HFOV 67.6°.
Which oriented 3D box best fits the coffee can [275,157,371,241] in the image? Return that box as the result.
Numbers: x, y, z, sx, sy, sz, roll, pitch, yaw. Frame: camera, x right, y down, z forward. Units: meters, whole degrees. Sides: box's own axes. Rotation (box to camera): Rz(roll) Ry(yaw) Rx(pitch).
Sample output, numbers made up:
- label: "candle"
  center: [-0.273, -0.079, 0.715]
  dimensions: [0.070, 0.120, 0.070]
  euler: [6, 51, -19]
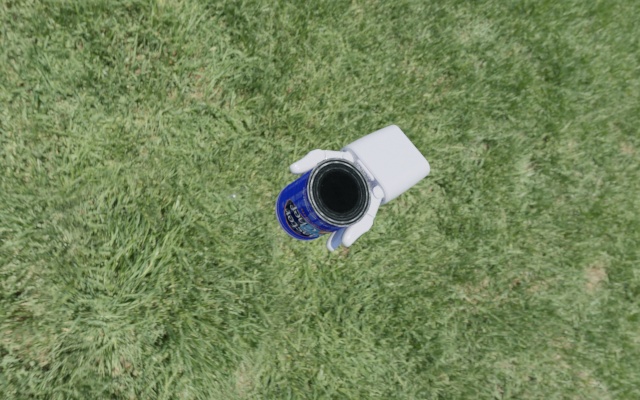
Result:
- label: "coffee can"
  center: [0.000, 0.002, 0.741]
  dimensions: [0.103, 0.102, 0.140]
  euler: [0, -12, -25]
